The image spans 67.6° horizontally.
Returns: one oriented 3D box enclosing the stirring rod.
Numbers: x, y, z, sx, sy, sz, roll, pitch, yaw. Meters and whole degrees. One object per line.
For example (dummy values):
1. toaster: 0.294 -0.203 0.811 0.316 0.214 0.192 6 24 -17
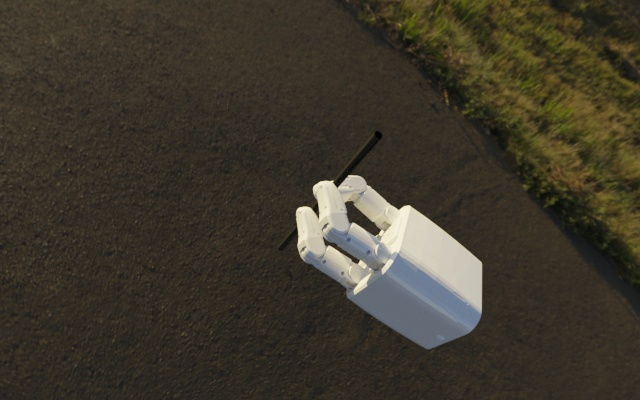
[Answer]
1. stirring rod: 0.000 0.002 0.498 0.011 0.011 0.240 0 -28 -28
